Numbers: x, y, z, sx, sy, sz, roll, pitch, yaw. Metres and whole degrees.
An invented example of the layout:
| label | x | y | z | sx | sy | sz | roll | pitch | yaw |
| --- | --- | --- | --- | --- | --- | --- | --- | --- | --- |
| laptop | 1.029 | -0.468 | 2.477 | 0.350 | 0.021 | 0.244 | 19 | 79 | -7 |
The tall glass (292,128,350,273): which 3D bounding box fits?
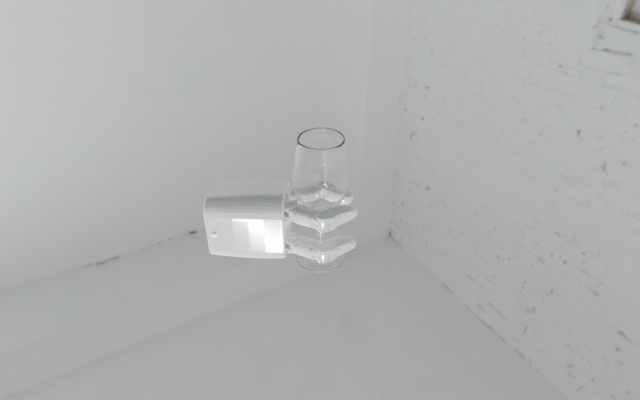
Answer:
| label | x | y | z | sx | sy | sz | roll | pitch | yaw |
| --- | --- | --- | --- | --- | --- | --- | --- | --- | --- |
| tall glass | 0.000 | 0.003 | 0.667 | 0.079 | 0.201 | 0.079 | 1 | 35 | 0 |
